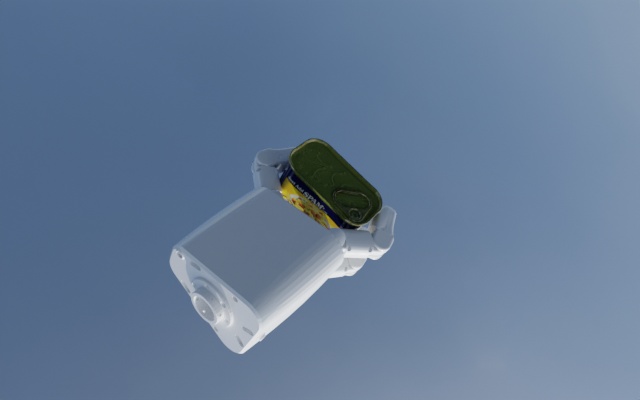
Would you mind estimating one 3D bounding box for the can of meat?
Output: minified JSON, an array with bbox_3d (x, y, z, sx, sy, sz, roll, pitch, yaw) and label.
[{"bbox_3d":[0.000,0.002,0.495,0.057,0.102,0.084,-40,-9,-40],"label":"can of meat"}]
